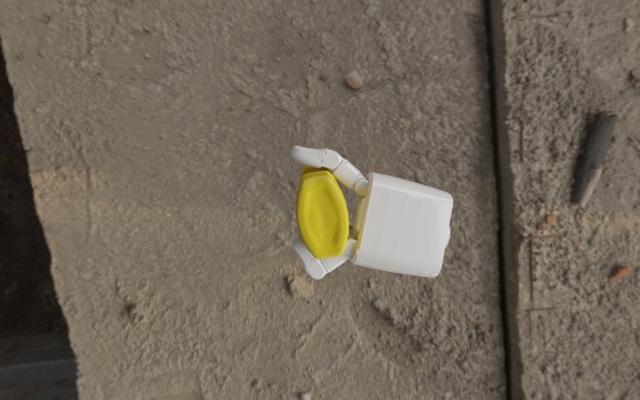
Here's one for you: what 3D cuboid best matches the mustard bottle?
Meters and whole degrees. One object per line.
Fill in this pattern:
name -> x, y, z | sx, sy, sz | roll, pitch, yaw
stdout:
mustard bottle -> 0.000, 0.002, 0.610 | 0.058, 0.096, 0.191 | -11, 11, 1
